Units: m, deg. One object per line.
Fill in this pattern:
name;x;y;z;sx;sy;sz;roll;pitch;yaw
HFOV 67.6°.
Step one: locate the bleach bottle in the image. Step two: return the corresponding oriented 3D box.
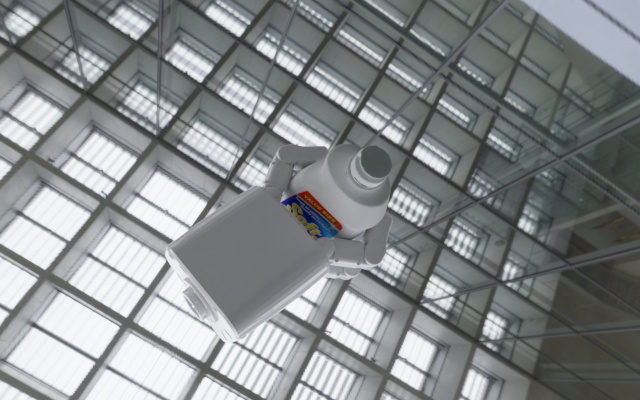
bleach bottle;0.000;0.002;0.494;0.068;0.102;0.251;-34;-5;-26
